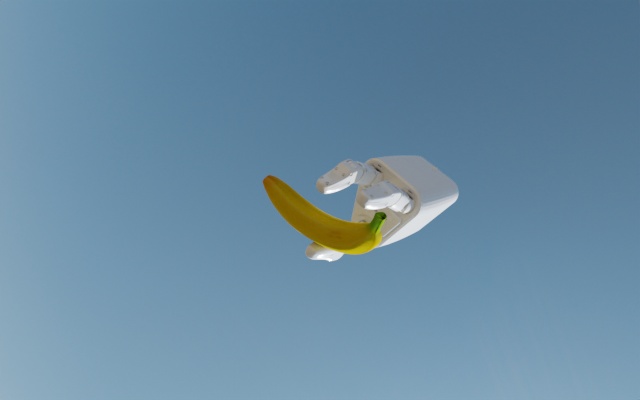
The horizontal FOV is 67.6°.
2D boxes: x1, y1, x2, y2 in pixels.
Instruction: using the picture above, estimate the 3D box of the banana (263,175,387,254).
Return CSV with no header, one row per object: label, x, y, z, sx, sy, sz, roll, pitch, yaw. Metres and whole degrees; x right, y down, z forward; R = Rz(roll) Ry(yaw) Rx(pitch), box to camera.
banana,0.002,0.020,0.557,0.197,0.070,0.037,18,26,42
